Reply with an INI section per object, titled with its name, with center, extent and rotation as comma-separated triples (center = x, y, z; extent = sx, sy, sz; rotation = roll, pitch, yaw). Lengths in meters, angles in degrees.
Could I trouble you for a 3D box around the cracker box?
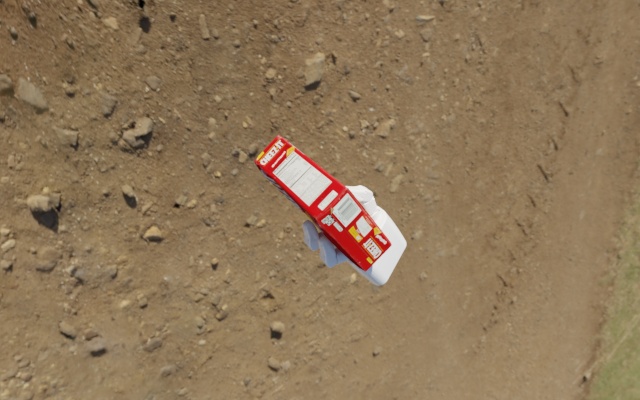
[cracker box]
center = 0.000, 0.003, 0.783
extent = 0.213, 0.072, 0.164
rotation = 41, -5, 47
